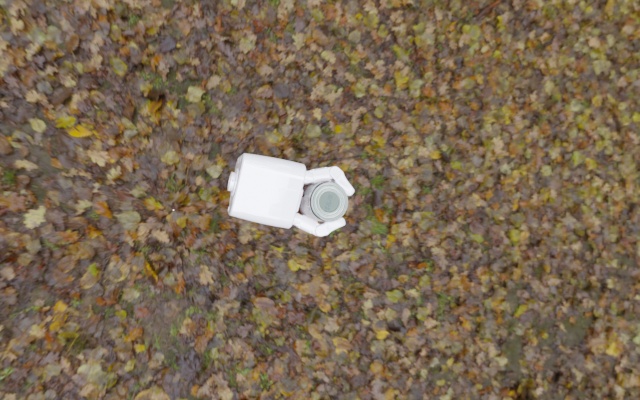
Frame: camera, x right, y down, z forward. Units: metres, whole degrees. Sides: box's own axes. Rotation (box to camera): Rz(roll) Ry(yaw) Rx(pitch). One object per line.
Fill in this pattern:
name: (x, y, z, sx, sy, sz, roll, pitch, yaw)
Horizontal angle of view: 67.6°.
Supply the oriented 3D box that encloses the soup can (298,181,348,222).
soup can: (0.001, 0.003, 0.827, 0.068, 0.068, 0.102, 0, -1, -17)
